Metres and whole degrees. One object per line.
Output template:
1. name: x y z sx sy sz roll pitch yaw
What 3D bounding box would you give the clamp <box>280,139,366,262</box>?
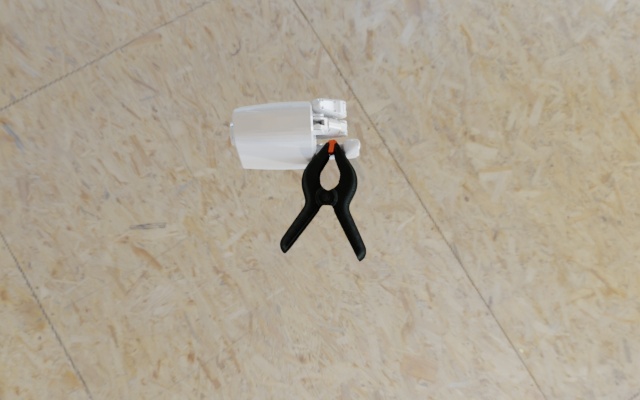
1. clamp: 0.000 0.002 0.671 0.120 0.171 0.039 -3 -7 1
